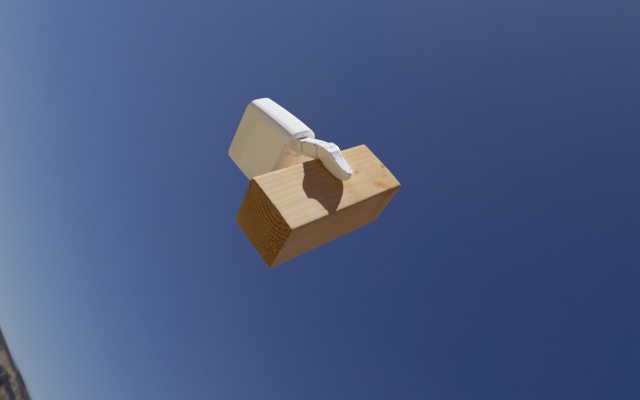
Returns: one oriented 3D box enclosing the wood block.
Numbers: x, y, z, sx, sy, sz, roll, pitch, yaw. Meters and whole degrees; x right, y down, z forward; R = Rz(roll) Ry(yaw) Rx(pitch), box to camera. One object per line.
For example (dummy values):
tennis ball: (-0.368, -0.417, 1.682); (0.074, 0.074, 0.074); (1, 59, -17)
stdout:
wood block: (0.000, 0.002, 0.665); (0.206, 0.090, 0.091); (-21, -27, -39)
